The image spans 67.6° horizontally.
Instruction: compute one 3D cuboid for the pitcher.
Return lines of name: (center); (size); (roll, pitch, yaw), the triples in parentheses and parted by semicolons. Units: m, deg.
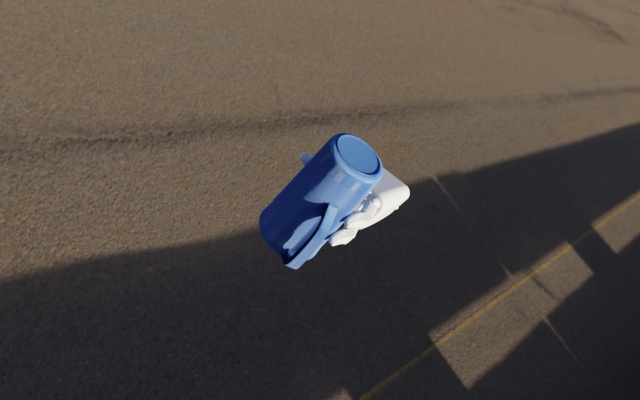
pitcher: (0.000, 0.003, 0.852); (0.145, 0.149, 0.243); (-17, -24, -47)
